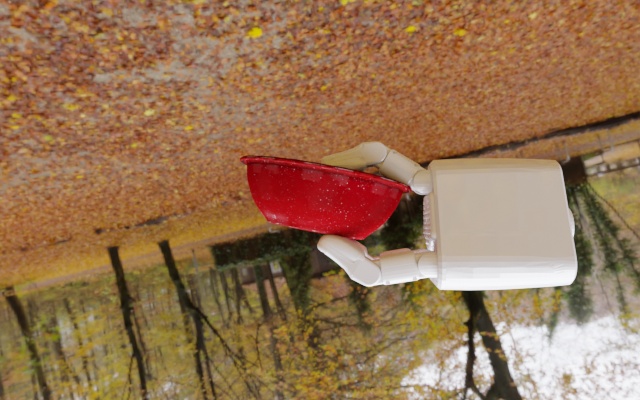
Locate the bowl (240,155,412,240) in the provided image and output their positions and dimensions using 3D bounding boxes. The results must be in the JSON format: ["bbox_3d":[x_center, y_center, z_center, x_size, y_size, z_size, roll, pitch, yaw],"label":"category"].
[{"bbox_3d":[-0.001,0.002,0.447,0.162,0.055,0.162,11,-2,0],"label":"bowl"}]
